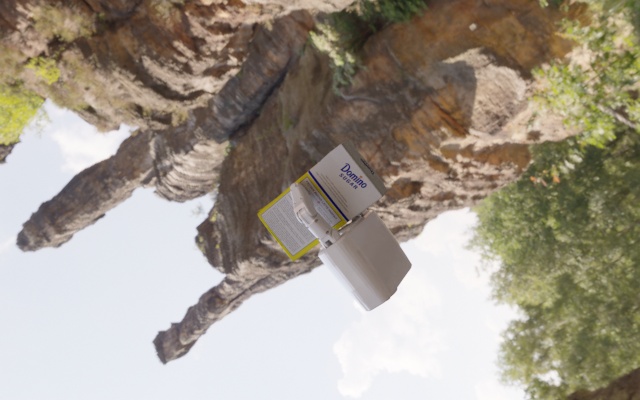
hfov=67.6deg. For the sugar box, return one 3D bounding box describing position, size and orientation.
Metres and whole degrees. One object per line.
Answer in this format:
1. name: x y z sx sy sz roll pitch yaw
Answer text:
1. sugar box: 0.000 0.002 0.688 0.176 0.093 0.048 -37 2 24
